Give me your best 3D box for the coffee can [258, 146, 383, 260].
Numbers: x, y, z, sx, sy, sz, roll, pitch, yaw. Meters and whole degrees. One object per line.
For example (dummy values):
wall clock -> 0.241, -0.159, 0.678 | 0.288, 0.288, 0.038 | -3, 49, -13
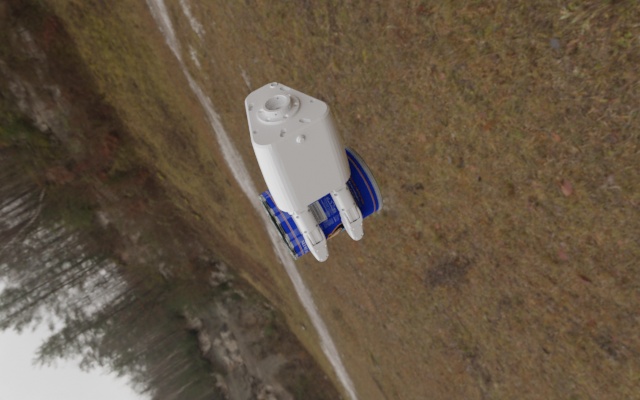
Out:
coffee can -> 0.000, 0.002, 0.660 | 0.140, 0.103, 0.103 | -30, 5, -9
